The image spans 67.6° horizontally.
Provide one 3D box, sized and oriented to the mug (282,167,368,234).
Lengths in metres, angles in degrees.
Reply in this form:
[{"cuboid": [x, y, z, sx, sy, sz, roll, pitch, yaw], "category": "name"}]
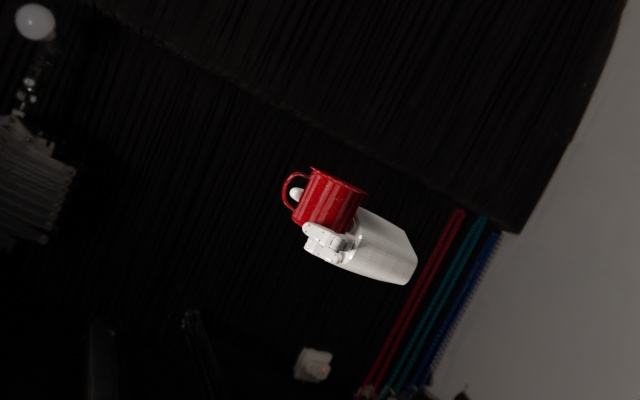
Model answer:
[{"cuboid": [-0.001, 0.002, 0.688, 0.117, 0.081, 0.093, 25, 5, -17], "category": "mug"}]
